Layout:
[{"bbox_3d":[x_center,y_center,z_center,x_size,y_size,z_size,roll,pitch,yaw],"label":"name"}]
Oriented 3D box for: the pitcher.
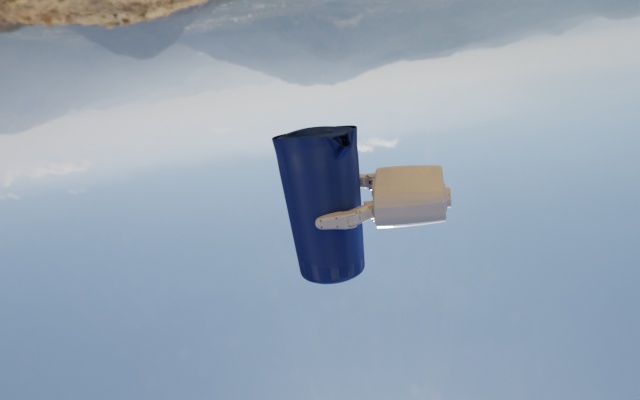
[{"bbox_3d":[0.000,0.003,0.773,0.145,0.243,0.149,-4,14,12],"label":"pitcher"}]
